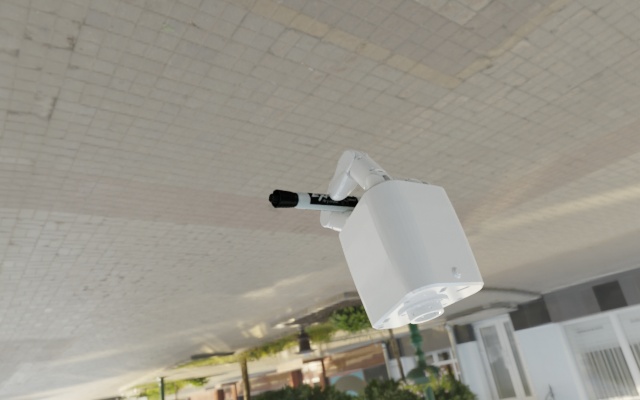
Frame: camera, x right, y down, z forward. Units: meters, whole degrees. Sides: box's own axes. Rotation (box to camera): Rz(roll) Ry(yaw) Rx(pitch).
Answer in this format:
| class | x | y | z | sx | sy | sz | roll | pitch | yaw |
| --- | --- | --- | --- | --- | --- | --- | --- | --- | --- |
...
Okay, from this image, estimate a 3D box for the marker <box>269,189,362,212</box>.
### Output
| class | x | y | z | sx | sy | sz | roll | pitch | yaw |
| --- | --- | --- | --- | --- | --- | --- | --- | --- | --- |
| marker | 0.000 | 0.002 | 0.506 | 0.121 | 0.020 | 0.020 | 5 | -3 | -35 |
